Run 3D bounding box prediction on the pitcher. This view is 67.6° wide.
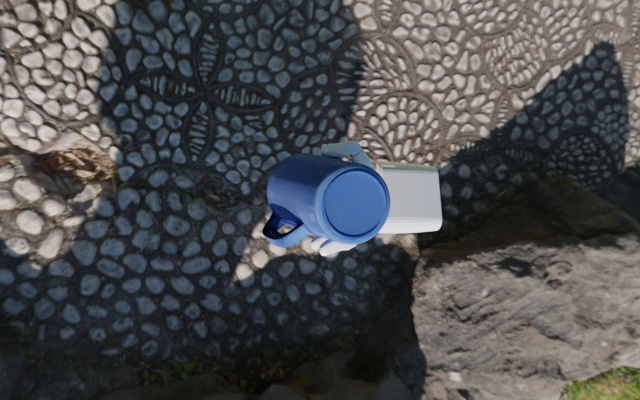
[{"bbox_3d":[0.000,0.002,0.725,0.145,0.149,0.243,1,5,-18],"label":"pitcher"}]
